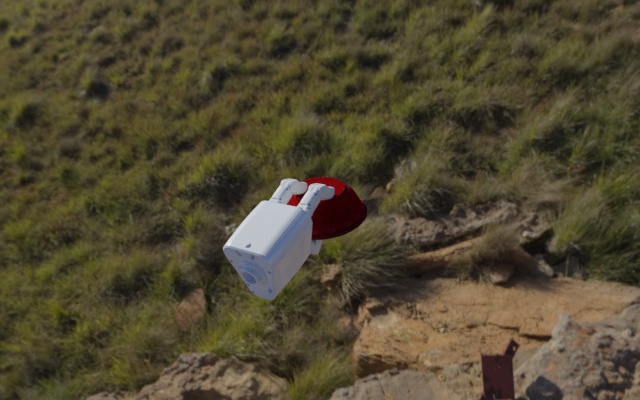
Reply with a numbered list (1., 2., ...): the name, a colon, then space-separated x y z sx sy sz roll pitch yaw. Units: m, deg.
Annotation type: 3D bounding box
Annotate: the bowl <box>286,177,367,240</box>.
1. bowl: 0.000 0.002 0.840 0.162 0.055 0.162 -6 29 3
